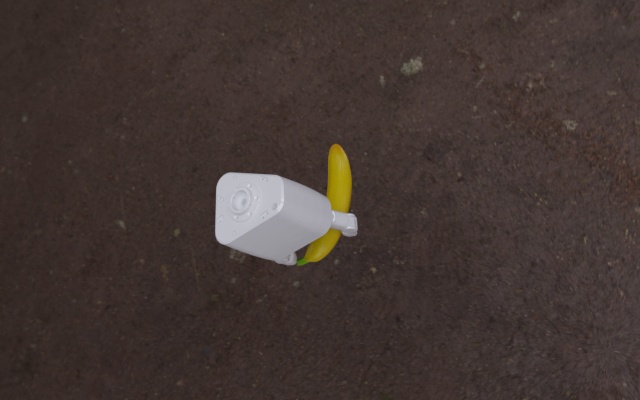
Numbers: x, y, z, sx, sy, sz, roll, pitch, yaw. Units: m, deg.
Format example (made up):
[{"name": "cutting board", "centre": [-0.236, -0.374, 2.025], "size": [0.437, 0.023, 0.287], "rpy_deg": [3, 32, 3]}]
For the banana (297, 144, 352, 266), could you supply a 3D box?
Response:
[{"name": "banana", "centre": [0.014, 0.009, 0.721], "size": [0.069, 0.198, 0.037], "rpy_deg": [15, -6, 37]}]
